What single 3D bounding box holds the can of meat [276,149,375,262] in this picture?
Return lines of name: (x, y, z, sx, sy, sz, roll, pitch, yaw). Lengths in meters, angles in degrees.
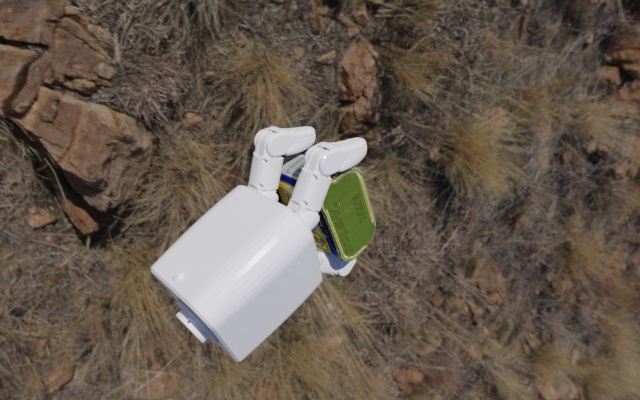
can of meat: (0.000, 0.002, 0.456, 0.057, 0.102, 0.084, -42, 44, -23)
